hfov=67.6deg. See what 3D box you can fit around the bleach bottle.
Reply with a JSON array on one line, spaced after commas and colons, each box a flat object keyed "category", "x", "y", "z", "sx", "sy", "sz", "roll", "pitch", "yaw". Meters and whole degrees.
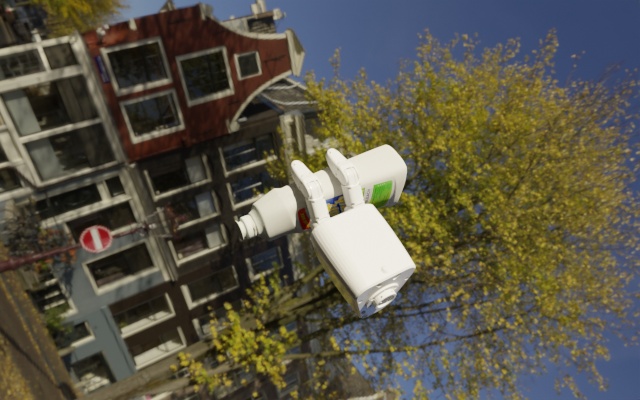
[{"category": "bleach bottle", "x": 0.000, "y": 0.002, "z": 0.678, "sx": 0.251, "sy": 0.068, "sz": 0.103, "roll": -22, "pitch": -32, "yaw": -22}]
